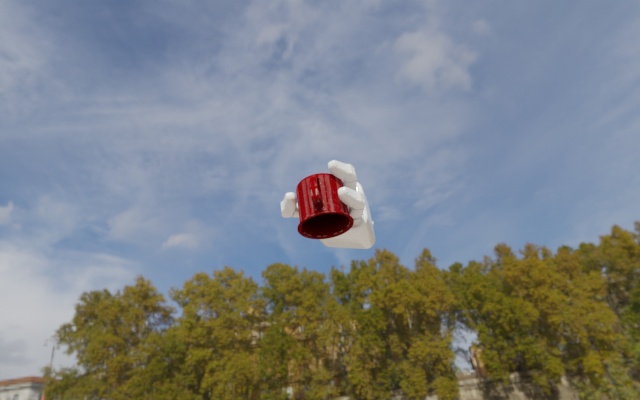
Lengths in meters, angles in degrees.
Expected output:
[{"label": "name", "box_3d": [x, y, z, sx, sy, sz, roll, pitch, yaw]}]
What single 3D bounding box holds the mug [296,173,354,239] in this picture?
[{"label": "mug", "box_3d": [0.000, 0.002, 0.785, 0.093, 0.081, 0.117, -14, -31, 9]}]
